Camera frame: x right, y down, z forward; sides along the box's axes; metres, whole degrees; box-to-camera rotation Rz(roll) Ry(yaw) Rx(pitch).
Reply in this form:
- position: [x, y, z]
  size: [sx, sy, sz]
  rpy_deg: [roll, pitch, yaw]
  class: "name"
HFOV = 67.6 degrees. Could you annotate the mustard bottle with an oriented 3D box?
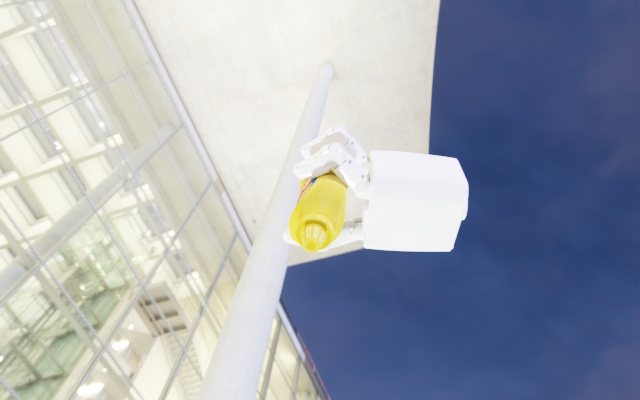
- position: [0.000, 0.002, 0.563]
  size: [0.058, 0.096, 0.191]
  rpy_deg: [26, 27, -8]
  class: "mustard bottle"
